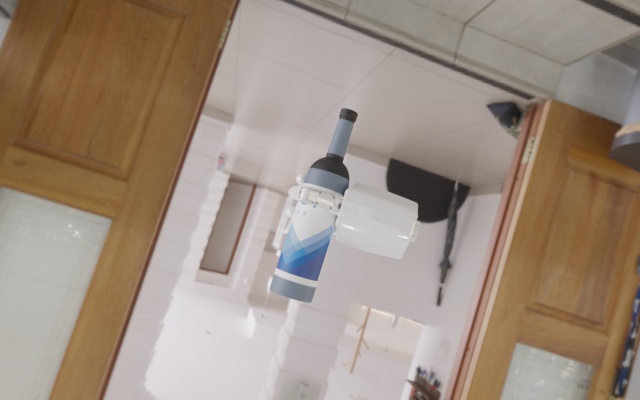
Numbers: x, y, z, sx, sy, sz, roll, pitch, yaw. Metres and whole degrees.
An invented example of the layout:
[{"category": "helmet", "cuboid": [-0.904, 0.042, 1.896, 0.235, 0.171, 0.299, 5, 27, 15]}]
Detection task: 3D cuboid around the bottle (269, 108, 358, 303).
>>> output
[{"category": "bottle", "cuboid": [0.000, 0.003, 0.724, 0.069, 0.295, 0.069, 18, -4, 1]}]
